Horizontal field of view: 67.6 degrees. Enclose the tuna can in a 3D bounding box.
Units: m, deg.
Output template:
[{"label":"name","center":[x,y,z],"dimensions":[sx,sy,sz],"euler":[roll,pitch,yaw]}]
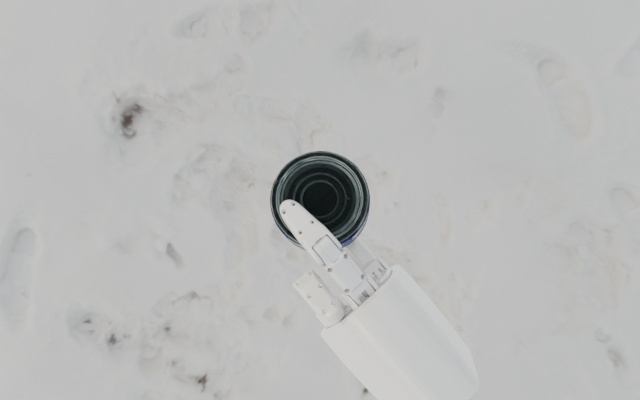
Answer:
[{"label":"tuna can","center":[0.000,0.001,0.413],"dimensions":[0.086,0.086,0.034],"euler":[0,-11,4]}]
